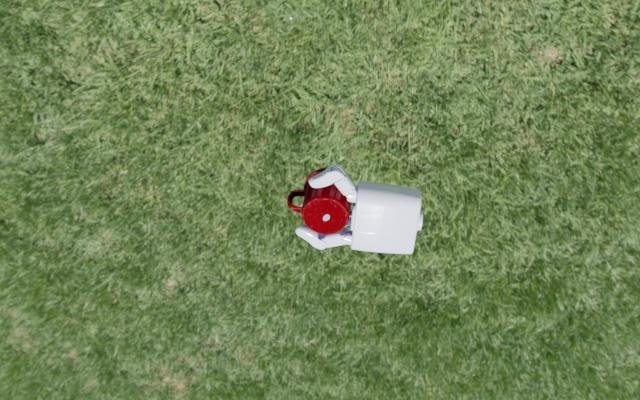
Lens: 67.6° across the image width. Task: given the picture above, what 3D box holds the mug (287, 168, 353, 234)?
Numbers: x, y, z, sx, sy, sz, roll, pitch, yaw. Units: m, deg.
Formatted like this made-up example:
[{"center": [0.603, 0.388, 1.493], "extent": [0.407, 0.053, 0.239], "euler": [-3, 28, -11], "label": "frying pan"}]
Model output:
[{"center": [-0.001, 0.003, 0.825], "extent": [0.117, 0.093, 0.081], "euler": [5, 37, 4], "label": "mug"}]
